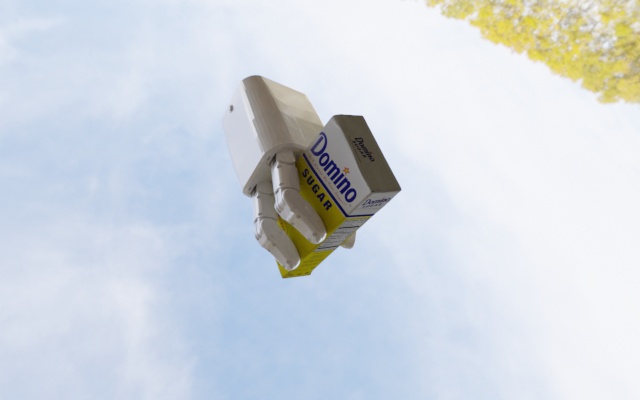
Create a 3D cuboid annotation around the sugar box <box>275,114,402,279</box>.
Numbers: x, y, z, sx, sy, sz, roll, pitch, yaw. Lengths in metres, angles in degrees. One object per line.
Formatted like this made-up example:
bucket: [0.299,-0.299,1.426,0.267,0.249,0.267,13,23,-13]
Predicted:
sugar box: [0.000,0.002,0.499,0.048,0.093,0.176,-5,-31,-36]
